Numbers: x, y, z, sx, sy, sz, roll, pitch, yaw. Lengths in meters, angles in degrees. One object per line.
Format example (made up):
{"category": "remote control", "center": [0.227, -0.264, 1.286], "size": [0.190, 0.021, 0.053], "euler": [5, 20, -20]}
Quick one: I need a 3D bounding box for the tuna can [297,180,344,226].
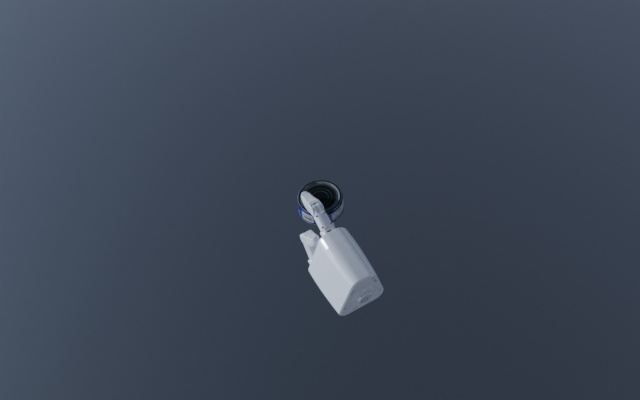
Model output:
{"category": "tuna can", "center": [0.000, 0.002, 0.886], "size": [0.086, 0.086, 0.034], "euler": [0, -39, 6]}
